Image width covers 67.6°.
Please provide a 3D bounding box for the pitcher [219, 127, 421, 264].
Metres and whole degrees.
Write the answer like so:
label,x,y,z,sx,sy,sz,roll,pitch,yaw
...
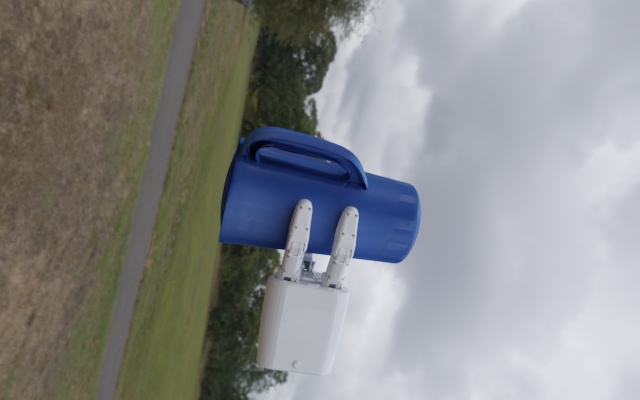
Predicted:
label,x,y,z,sx,sy,sz,roll,pitch,yaw
pitcher,0.000,0.002,0.603,0.243,0.145,0.149,11,0,-9
